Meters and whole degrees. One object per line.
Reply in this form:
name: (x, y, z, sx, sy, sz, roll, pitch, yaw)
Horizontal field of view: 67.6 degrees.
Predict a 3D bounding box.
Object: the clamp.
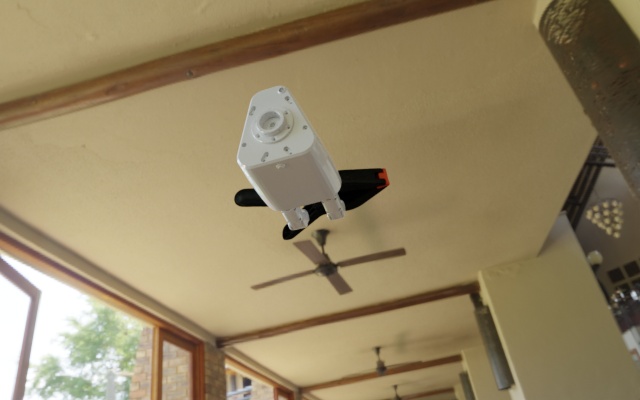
clamp: (0.000, 0.001, 0.706, 0.210, 0.036, 0.165, -15, -27, 9)
